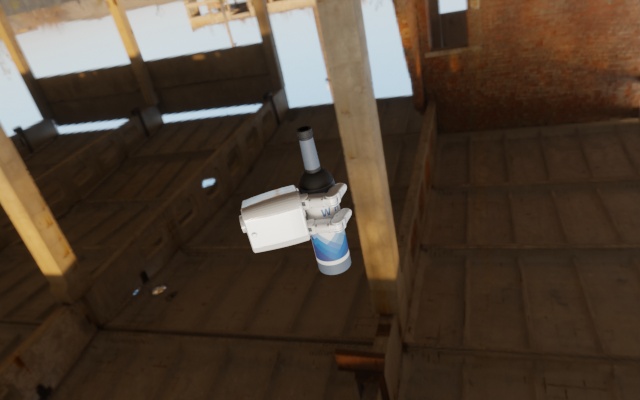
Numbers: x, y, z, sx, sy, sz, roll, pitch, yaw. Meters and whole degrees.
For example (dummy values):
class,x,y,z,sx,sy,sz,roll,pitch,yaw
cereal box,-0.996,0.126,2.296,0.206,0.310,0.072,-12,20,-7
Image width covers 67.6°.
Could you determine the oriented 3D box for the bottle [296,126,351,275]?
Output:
class,x,y,z,sx,sy,sz,roll,pitch,yaw
bottle,0.000,0.003,0.889,0.069,0.296,0.069,-10,29,6
